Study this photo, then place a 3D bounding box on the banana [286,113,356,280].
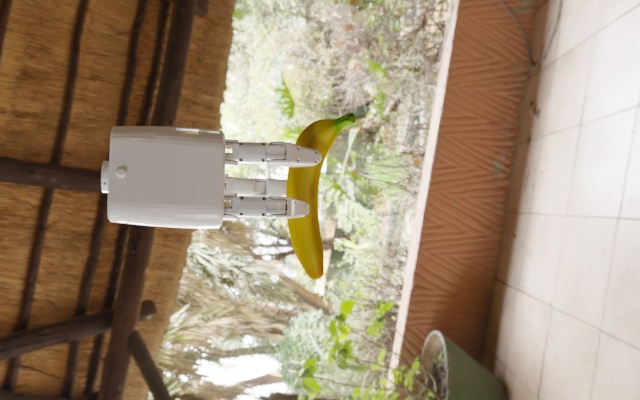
[{"bbox_3d":[-0.011,-0.008,0.544,0.037,0.198,0.069,-7,25,-41],"label":"banana"}]
